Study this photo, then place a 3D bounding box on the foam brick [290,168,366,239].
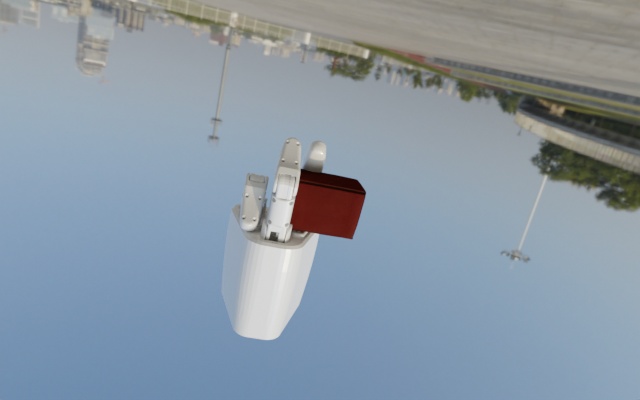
[{"bbox_3d":[0.000,0.002,0.487,0.078,0.051,0.053,10,16,-6],"label":"foam brick"}]
